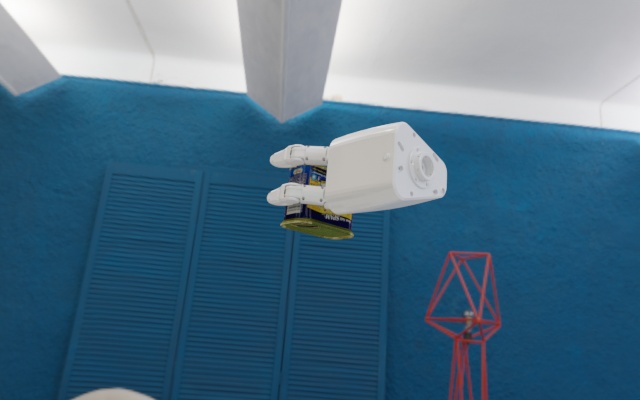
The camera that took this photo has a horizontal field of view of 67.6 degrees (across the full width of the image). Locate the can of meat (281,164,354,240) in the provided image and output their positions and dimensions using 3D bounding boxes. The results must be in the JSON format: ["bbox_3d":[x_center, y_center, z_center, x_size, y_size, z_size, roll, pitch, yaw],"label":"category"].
[{"bbox_3d":[0.000,0.002,0.654,0.102,0.084,0.057,17,-19,-37],"label":"can of meat"}]
